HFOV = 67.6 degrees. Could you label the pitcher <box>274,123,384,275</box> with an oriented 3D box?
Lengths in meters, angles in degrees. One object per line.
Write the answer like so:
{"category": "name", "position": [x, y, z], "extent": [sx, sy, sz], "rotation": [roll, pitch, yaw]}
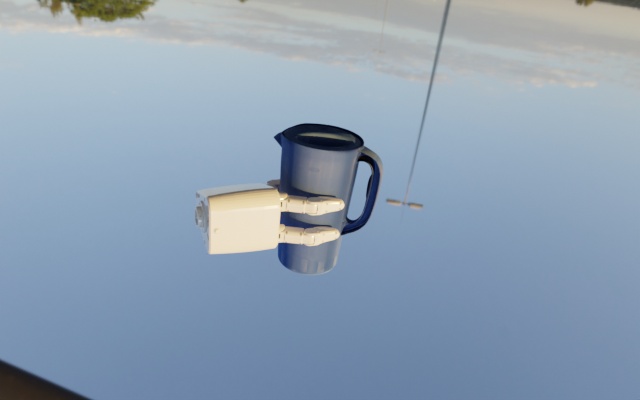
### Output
{"category": "pitcher", "position": [0.000, 0.003, 0.802], "extent": [0.145, 0.243, 0.149], "rotation": [-6, 28, -25]}
